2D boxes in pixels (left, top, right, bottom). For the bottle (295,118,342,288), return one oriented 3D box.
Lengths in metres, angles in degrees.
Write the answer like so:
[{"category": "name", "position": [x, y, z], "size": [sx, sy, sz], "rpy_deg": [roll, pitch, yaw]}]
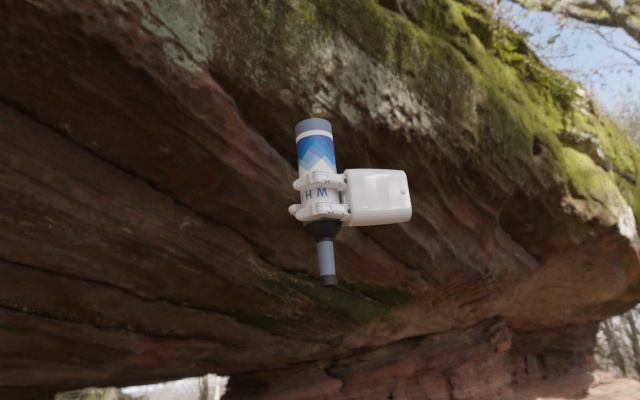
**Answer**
[{"category": "bottle", "position": [0.000, 0.002, 0.828], "size": [0.069, 0.295, 0.069], "rpy_deg": [-5, -20, -2]}]
